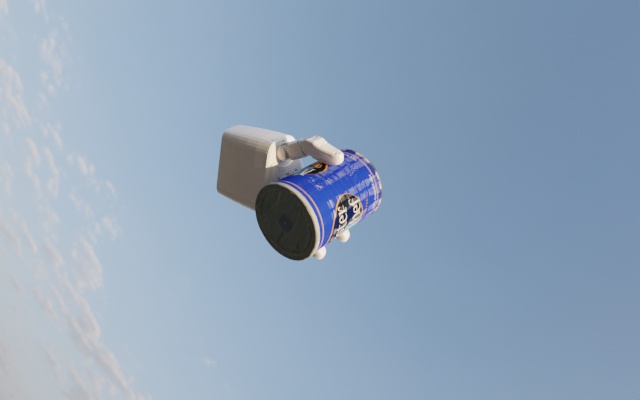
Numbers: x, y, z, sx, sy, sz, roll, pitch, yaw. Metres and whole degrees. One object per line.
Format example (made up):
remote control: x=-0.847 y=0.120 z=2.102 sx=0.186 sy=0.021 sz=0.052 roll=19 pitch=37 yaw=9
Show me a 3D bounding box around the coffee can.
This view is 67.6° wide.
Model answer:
coffee can: x=0.000 y=0.002 z=0.626 sx=0.103 sy=0.103 sz=0.140 roll=0 pitch=22 yaw=43
